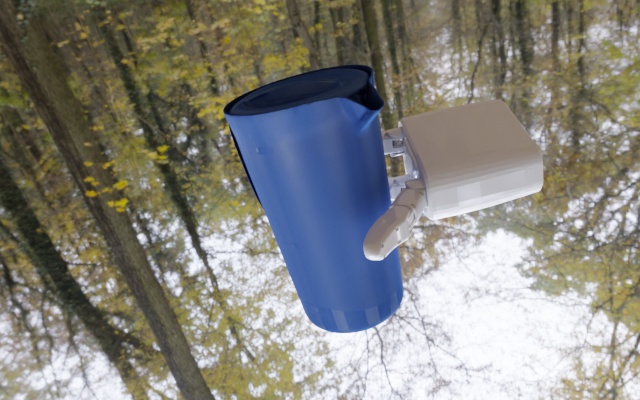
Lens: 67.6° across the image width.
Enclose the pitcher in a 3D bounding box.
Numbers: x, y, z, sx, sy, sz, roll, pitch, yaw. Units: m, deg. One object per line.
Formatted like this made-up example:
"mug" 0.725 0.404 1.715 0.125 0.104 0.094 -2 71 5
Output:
"pitcher" 0.000 0.001 0.465 0.145 0.243 0.149 -14 25 1
